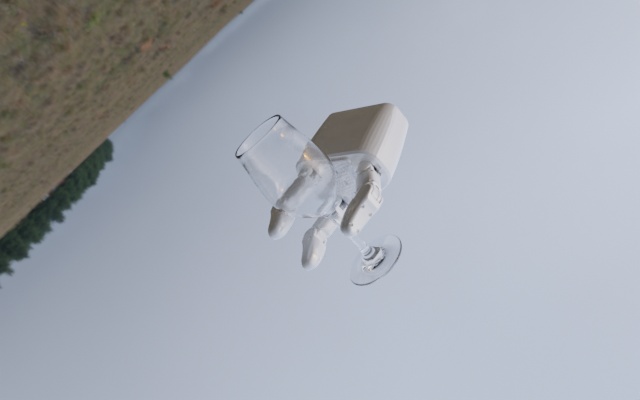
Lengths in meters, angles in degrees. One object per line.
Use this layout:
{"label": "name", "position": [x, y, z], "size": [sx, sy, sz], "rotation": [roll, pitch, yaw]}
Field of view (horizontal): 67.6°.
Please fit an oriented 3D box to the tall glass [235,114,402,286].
{"label": "tall glass", "position": [0.001, 0.002, 0.515], "size": [0.201, 0.079, 0.079], "rotation": [46, -22, -22]}
